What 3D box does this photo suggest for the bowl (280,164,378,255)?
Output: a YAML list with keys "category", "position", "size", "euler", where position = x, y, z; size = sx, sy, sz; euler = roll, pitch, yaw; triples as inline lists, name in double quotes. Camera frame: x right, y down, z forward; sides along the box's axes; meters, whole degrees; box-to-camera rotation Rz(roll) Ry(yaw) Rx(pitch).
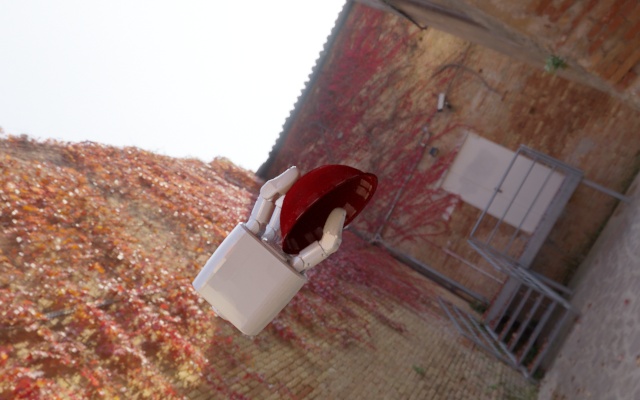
- category: "bowl"
  position: [0.001, 0.001, 0.655]
  size: [0.162, 0.055, 0.162]
  euler: [-33, -22, -15]
